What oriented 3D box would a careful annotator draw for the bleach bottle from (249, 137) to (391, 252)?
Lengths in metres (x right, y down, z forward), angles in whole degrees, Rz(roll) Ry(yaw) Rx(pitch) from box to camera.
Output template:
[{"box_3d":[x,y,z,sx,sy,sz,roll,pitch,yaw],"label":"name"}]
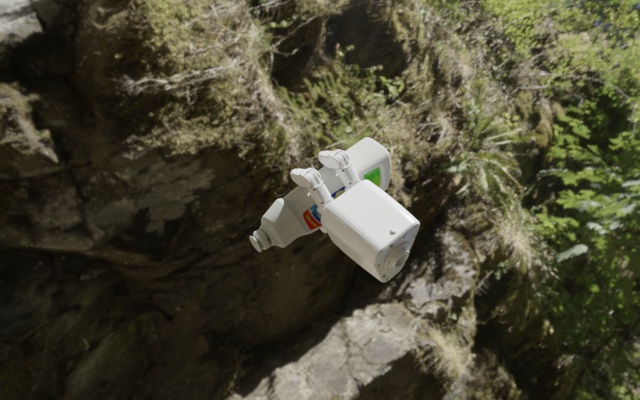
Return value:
[{"box_3d":[0.000,0.002,0.744,0.250,0.103,0.068,-35,57,-23],"label":"bleach bottle"}]
